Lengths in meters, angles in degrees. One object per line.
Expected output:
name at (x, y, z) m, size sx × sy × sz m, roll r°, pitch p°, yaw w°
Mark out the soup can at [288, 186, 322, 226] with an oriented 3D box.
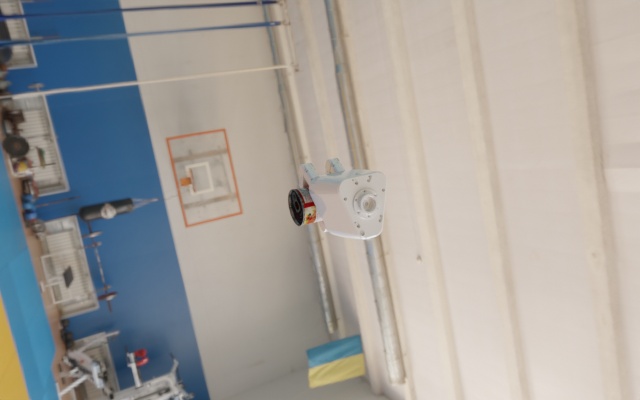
soup can at (0.000, 0.003, 0.876) m, size 0.102 × 0.068 × 0.068 m, roll -13°, pitch 5°, yaw -24°
